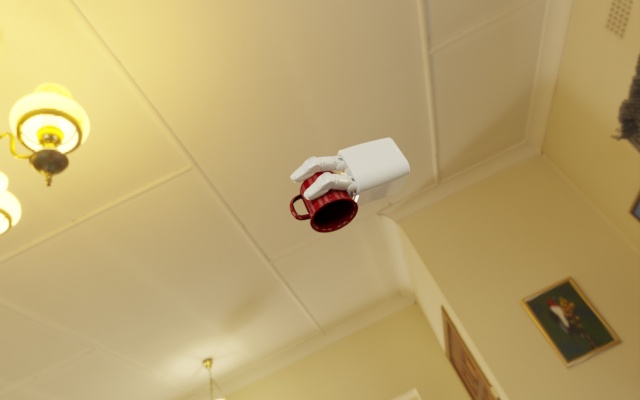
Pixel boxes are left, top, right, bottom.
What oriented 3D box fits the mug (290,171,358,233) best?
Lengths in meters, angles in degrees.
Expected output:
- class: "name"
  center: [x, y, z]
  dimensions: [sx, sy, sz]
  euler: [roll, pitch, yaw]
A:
- class: "mug"
  center: [-0.001, 0.003, 0.878]
  dimensions: [0.117, 0.081, 0.093]
  euler: [-17, -38, -12]
